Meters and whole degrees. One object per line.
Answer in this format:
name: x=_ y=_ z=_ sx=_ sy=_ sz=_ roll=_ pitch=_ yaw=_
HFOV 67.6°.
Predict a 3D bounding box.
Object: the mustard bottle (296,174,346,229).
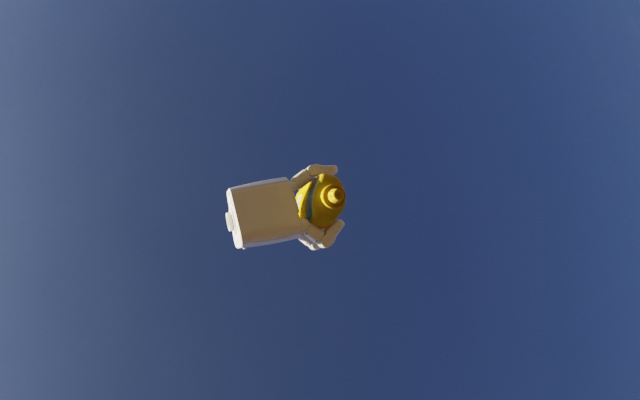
mustard bottle: x=0.000 y=0.003 z=0.852 sx=0.058 sy=0.096 sz=0.191 roll=15 pitch=-12 yaw=-15
